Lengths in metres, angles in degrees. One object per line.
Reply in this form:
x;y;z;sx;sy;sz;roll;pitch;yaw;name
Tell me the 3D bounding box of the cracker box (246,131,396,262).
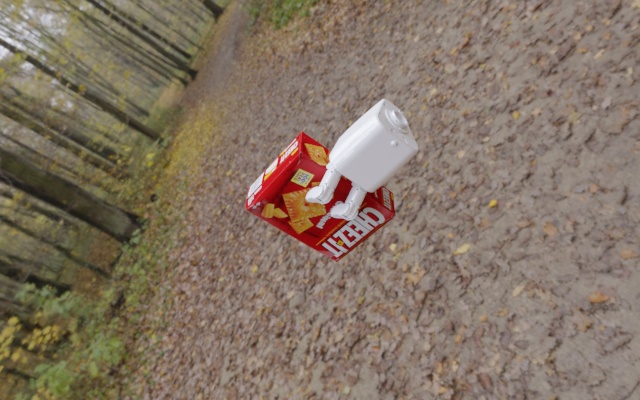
0.000;0.003;0.847;0.214;0.072;0.164;33;-55;-23;cracker box
